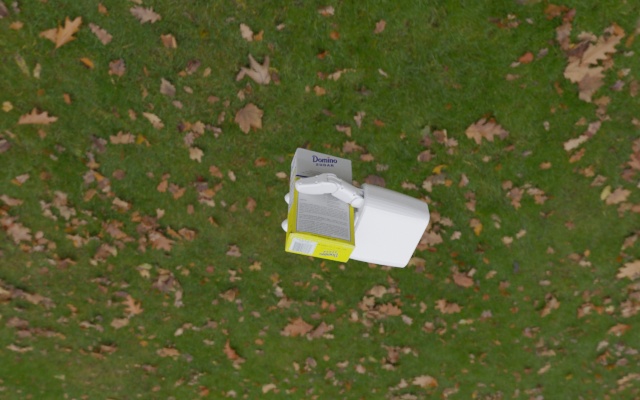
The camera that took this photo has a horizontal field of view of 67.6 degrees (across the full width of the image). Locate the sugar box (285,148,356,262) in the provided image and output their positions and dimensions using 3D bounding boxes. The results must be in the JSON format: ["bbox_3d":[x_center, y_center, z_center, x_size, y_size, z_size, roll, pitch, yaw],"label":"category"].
[{"bbox_3d":[0.000,0.003,0.712,0.093,0.176,0.048,13,-46,-12],"label":"sugar box"}]
